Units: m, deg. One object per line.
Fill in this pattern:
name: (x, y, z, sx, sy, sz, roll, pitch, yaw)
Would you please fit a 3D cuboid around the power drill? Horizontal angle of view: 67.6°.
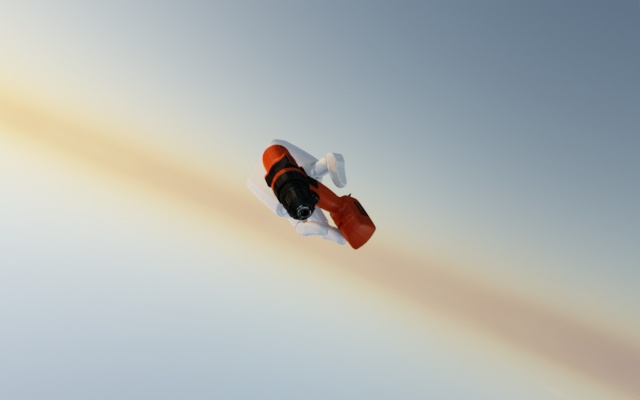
power drill: (0.000, 0.003, 0.729, 0.188, 0.057, 0.184, 36, 15, -33)
